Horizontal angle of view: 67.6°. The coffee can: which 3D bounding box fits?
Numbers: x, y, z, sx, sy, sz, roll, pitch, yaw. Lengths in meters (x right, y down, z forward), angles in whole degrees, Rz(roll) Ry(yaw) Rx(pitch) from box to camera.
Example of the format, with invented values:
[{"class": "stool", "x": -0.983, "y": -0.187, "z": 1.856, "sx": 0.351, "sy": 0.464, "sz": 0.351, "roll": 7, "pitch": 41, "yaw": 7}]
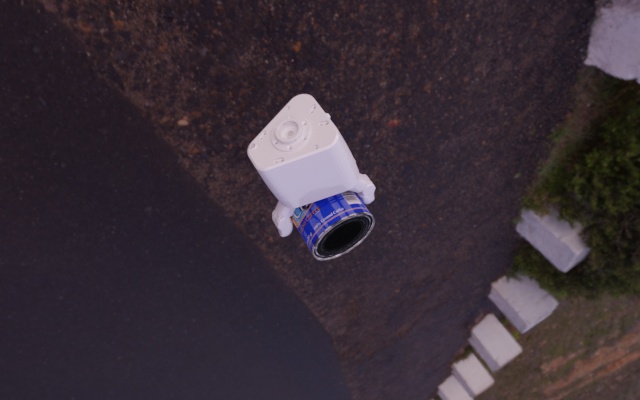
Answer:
[{"class": "coffee can", "x": 0.000, "y": 0.002, "z": 0.708, "sx": 0.103, "sy": 0.140, "sz": 0.103, "roll": -25, "pitch": -30, "yaw": -16}]
